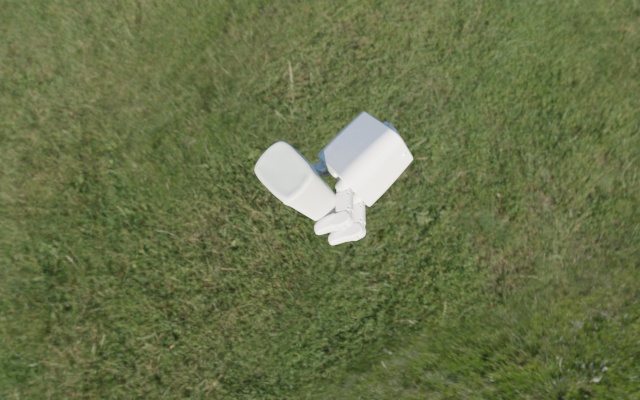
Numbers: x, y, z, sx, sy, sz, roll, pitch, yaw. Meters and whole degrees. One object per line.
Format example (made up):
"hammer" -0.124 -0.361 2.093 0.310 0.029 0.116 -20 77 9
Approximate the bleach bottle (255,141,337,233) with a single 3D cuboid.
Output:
"bleach bottle" 0.000 0.003 0.767 0.102 0.068 0.251 45 3 33
